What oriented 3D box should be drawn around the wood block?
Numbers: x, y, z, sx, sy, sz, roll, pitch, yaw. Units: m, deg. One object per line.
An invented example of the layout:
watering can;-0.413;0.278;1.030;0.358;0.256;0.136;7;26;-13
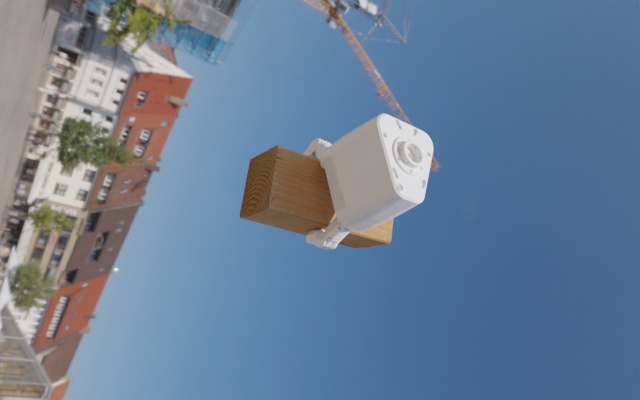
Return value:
wood block;0.000;0.003;0.692;0.206;0.090;0.090;18;-19;-30
